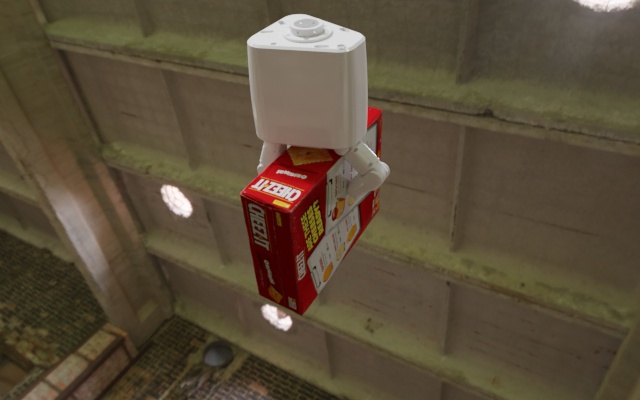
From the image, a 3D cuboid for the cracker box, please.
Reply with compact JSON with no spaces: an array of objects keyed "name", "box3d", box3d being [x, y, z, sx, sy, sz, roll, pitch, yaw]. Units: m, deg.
[{"name":"cracker box","box3d":[0.000,0.002,0.577,0.072,0.164,0.213,19,45,25]}]
